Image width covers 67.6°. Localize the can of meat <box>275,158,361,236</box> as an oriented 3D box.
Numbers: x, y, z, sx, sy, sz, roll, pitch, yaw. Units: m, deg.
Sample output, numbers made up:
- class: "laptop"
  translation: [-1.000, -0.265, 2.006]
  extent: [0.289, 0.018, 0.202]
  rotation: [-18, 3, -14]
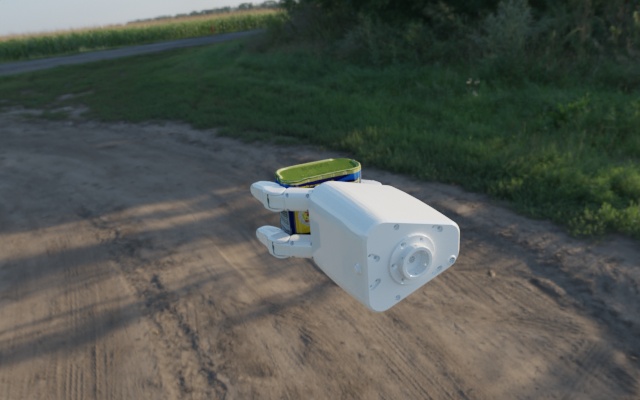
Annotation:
- class: "can of meat"
  translation: [0.000, 0.001, 0.553]
  extent: [0.102, 0.084, 0.057]
  rotation: [-13, 24, -19]
